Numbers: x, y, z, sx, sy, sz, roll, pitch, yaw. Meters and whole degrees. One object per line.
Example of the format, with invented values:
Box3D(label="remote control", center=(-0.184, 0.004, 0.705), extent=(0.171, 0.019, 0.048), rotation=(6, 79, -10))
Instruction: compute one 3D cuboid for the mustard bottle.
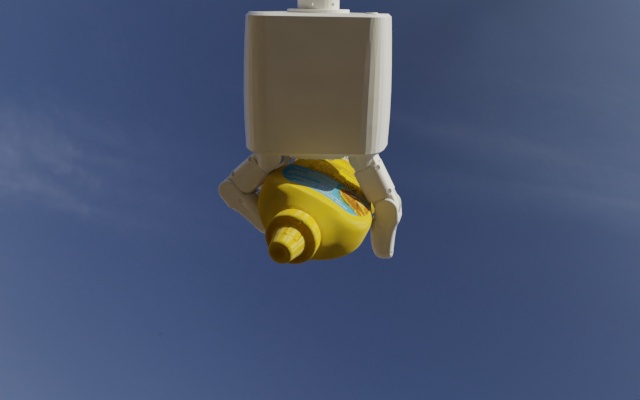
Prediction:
Box3D(label="mustard bottle", center=(0.000, 0.002, 0.415), extent=(0.096, 0.058, 0.191), rotation=(30, 27, 5))
